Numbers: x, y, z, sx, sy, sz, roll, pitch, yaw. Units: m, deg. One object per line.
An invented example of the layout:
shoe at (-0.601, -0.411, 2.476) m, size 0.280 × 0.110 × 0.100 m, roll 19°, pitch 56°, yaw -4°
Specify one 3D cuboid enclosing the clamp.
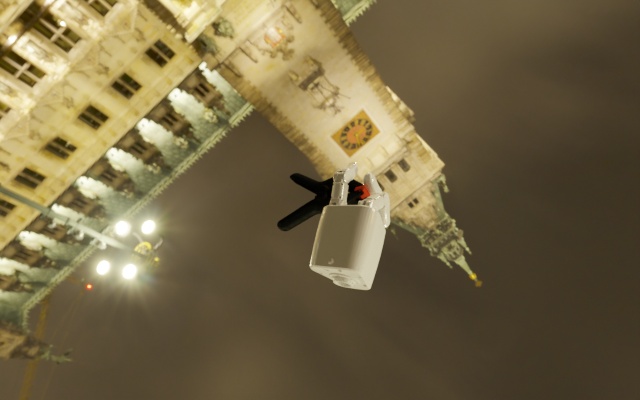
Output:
clamp at (0.001, 0.003, 0.834) m, size 0.171 × 0.120 × 0.039 m, roll 0°, pitch -27°, yaw 35°
